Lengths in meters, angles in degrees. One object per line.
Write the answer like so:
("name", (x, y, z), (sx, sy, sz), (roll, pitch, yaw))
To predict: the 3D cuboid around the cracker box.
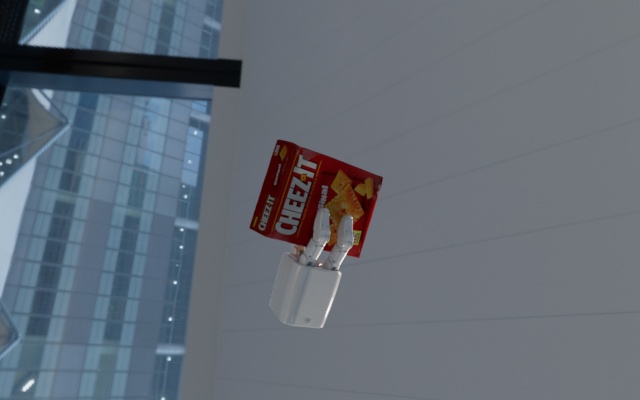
("cracker box", (0.000, 0.003, 0.859), (0.214, 0.164, 0.072), (17, 1, -37))
